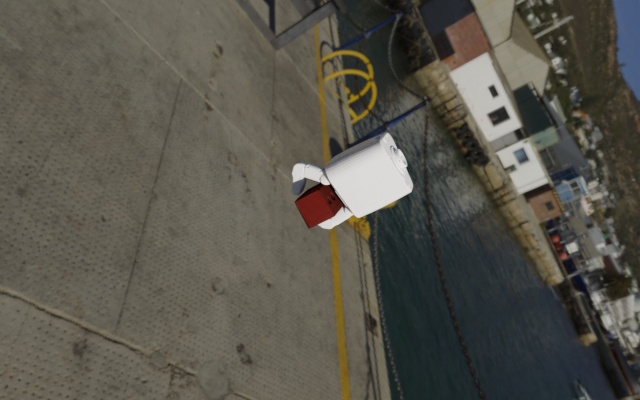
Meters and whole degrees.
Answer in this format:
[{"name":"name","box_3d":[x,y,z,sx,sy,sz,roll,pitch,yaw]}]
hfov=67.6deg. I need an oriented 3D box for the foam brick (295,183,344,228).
[{"name":"foam brick","box_3d":[0.000,0.003,0.806,0.051,0.053,0.078,-25,10,23]}]
